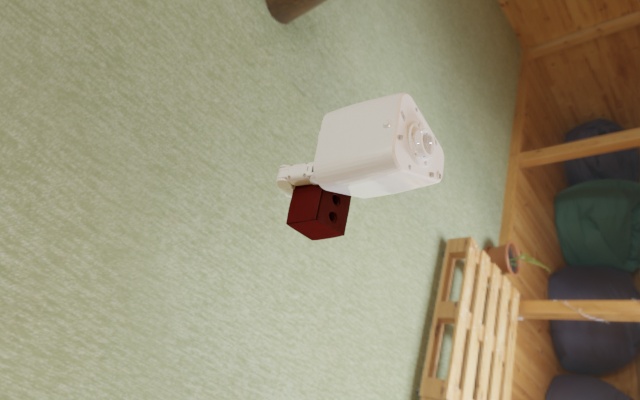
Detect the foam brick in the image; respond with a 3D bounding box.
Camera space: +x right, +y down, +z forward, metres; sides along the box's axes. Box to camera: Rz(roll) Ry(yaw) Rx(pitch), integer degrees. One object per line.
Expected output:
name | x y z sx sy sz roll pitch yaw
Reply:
foam brick | 0.000 0.002 0.579 0.051 0.078 0.053 -9 -30 39
